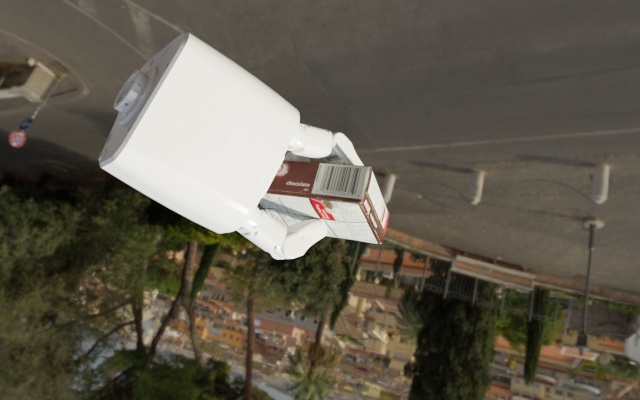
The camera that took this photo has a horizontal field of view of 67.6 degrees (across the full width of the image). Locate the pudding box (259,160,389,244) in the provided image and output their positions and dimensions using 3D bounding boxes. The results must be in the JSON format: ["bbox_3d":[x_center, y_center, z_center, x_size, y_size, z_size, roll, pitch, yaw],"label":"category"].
[{"bbox_3d":[0.000,0.002,0.446,0.113,0.039,0.090,8,-24,23],"label":"pudding box"}]
